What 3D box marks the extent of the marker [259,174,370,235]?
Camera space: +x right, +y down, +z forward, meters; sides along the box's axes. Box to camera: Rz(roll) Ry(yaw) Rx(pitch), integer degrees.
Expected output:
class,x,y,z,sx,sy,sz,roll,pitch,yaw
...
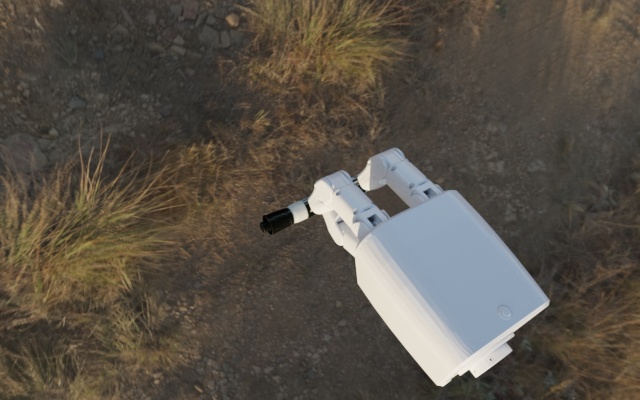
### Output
class,x,y,z,sx,sy,sz,roll,pitch,yaw
marker,0.000,0.001,0.434,0.121,0.020,0.020,-24,10,-24
